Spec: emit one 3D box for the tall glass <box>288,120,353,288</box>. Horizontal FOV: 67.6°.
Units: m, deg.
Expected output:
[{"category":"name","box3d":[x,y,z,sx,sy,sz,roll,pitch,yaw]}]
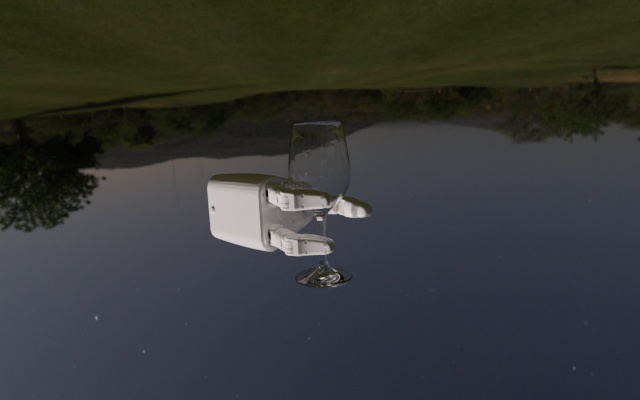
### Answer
[{"category":"tall glass","box3d":[0.000,0.003,0.598,0.079,0.201,0.079,-2,11,0]}]
